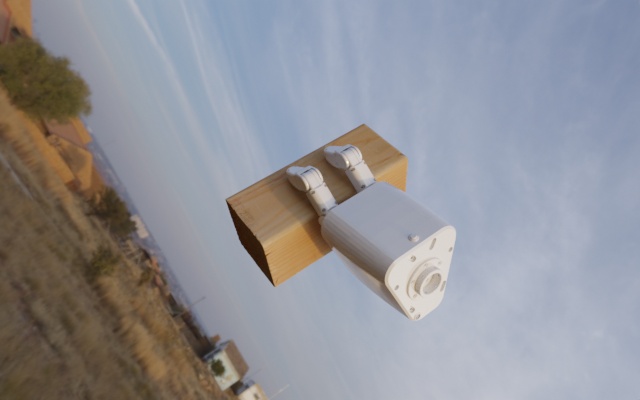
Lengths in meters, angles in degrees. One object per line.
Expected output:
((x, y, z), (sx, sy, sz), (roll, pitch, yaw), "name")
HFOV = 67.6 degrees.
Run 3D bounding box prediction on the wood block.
((0.000, 0.002, 0.595), (0.206, 0.091, 0.090), (-30, 52, -20), "wood block")
